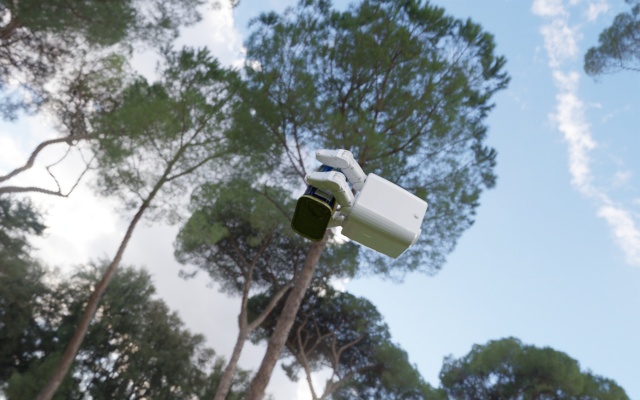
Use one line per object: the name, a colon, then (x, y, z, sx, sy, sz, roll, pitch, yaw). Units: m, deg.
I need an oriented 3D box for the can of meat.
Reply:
can of meat: (0.000, 0.002, 0.772, 0.057, 0.084, 0.102, 25, -39, 5)
